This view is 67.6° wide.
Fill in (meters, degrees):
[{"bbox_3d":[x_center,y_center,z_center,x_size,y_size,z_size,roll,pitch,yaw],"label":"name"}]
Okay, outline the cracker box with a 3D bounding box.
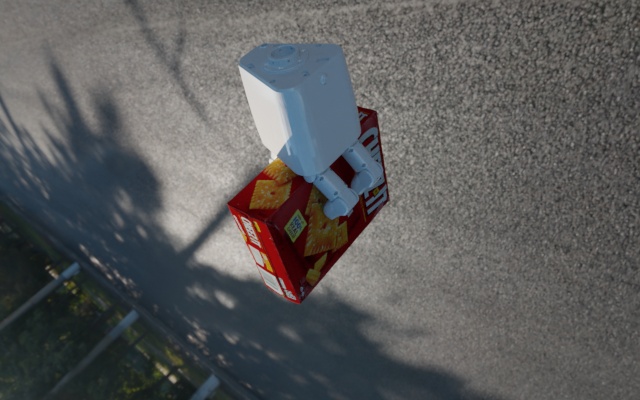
[{"bbox_3d":[0.000,0.002,0.610,0.072,0.164,0.213,24,56,34],"label":"cracker box"}]
